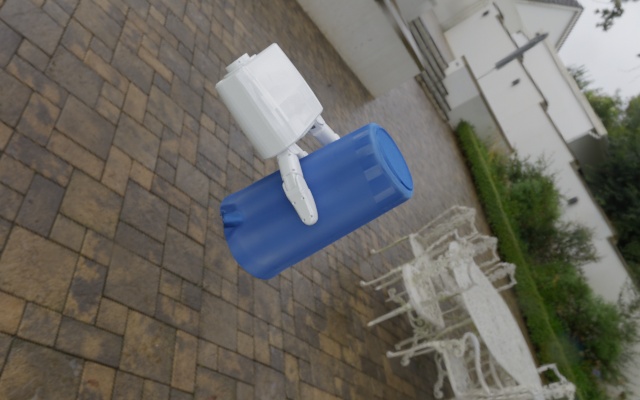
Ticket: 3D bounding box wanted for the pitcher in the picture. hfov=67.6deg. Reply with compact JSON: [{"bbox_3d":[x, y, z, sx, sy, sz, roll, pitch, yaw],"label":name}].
[{"bbox_3d":[0.000,0.002,0.646,0.243,0.145,0.149,-28,18,22],"label":"pitcher"}]
